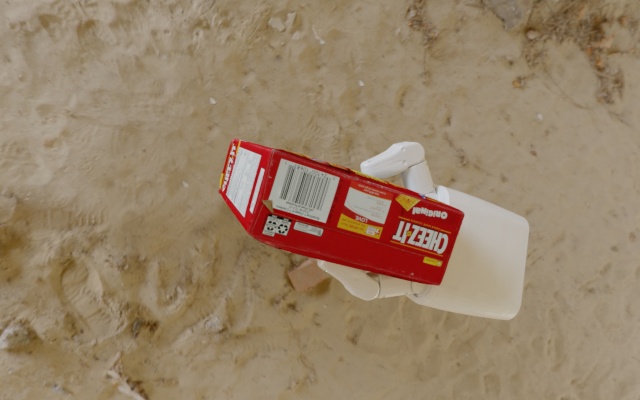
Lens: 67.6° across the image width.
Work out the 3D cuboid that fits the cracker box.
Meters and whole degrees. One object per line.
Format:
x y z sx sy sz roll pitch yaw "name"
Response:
0.000 0.001 0.445 0.164 0.072 0.213 16 3 -19 "cracker box"
